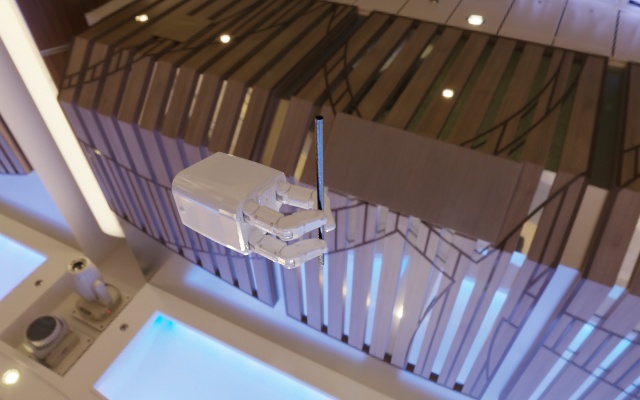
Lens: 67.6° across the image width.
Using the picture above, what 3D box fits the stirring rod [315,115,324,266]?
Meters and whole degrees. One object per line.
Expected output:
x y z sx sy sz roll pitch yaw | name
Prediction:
0.000 0.002 0.560 0.011 0.011 0.240 0 -44 1 | stirring rod
